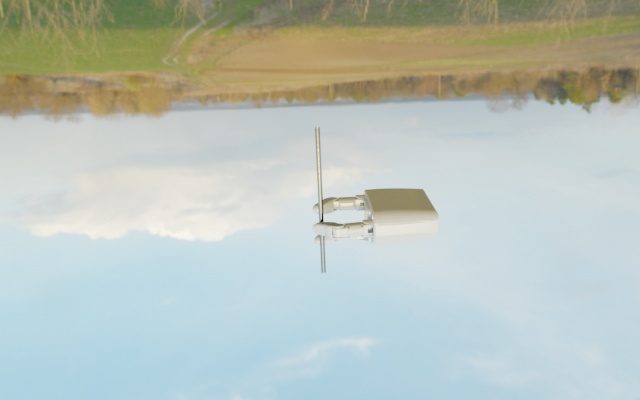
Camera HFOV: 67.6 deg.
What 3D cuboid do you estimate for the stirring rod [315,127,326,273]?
[{"bbox_3d":[0.000,0.002,0.775,0.011,0.239,0.011,-2,12,0],"label":"stirring rod"}]
